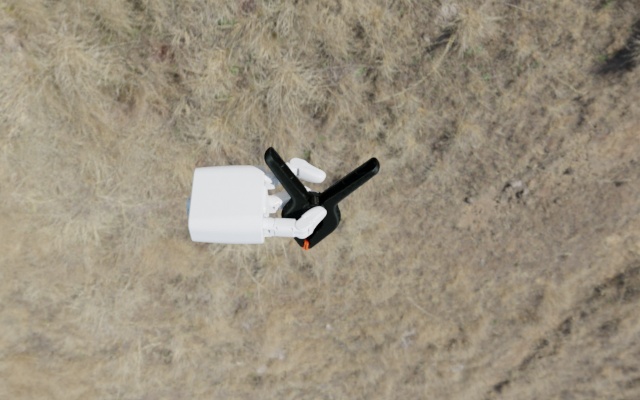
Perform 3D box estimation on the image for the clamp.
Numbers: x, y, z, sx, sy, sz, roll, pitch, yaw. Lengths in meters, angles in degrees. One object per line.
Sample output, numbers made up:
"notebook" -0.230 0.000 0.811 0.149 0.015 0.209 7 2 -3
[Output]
"clamp" 0.000 0.003 0.736 0.164 0.036 0.210 1 -43 -2
